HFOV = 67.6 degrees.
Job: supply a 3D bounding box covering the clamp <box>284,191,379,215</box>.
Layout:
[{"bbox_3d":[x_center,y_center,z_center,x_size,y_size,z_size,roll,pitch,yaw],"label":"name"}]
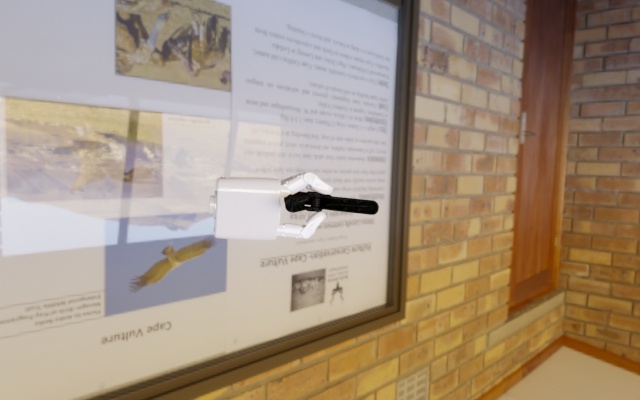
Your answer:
[{"bbox_3d":[0.000,0.004,0.867,0.164,0.036,0.210,4,4,-15],"label":"clamp"}]
